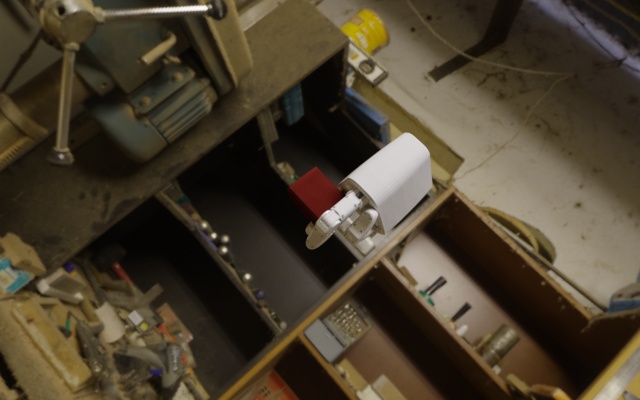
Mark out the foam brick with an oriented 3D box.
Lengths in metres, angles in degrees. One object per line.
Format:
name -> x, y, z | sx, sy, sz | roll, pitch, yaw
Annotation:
foam brick -> 0.000, 0.002, 0.666 | 0.051, 0.078, 0.053 | -41, -16, -11
